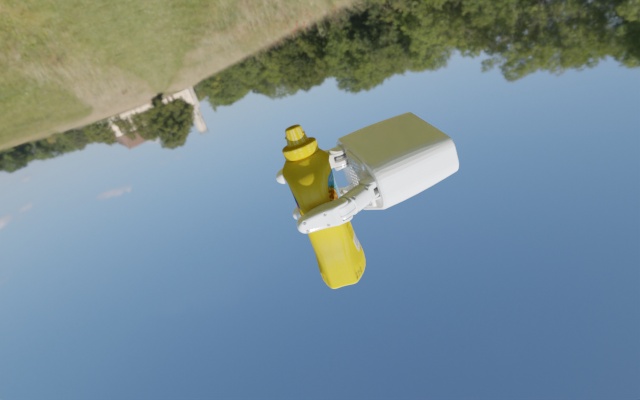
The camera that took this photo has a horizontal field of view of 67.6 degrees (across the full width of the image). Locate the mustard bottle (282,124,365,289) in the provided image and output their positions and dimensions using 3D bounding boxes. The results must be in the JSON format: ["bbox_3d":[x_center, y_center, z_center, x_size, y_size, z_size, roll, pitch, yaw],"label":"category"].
[{"bbox_3d":[0.000,0.002,0.566,0.058,0.192,0.096,-16,21,10],"label":"mustard bottle"}]
